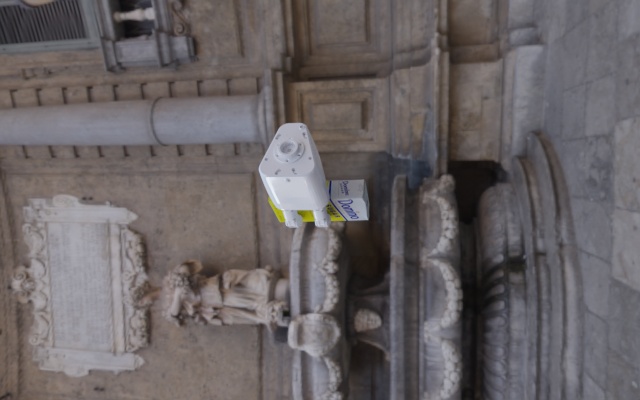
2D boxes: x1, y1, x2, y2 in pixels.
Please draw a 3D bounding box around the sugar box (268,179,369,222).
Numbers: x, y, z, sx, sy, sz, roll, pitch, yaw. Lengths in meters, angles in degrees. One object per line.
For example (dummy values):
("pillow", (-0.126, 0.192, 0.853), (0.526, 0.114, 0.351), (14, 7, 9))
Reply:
("sugar box", (0.000, 0.003, 0.894), (0.176, 0.048, 0.093), (0, -28, 12))
